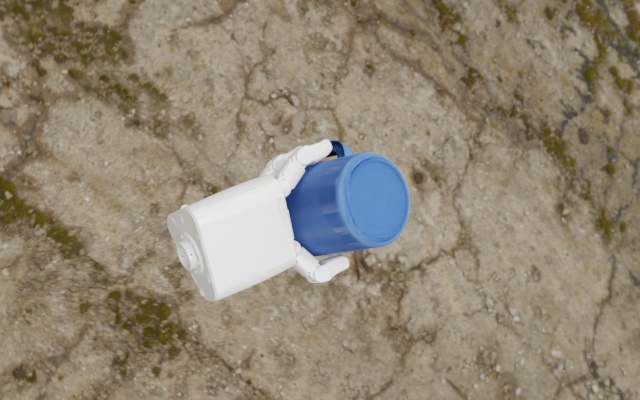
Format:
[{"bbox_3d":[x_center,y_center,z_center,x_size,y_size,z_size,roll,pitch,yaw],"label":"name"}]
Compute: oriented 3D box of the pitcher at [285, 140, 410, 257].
[{"bbox_3d":[0.000,0.002,0.626,0.145,0.149,0.243,-24,6,-34],"label":"pitcher"}]
